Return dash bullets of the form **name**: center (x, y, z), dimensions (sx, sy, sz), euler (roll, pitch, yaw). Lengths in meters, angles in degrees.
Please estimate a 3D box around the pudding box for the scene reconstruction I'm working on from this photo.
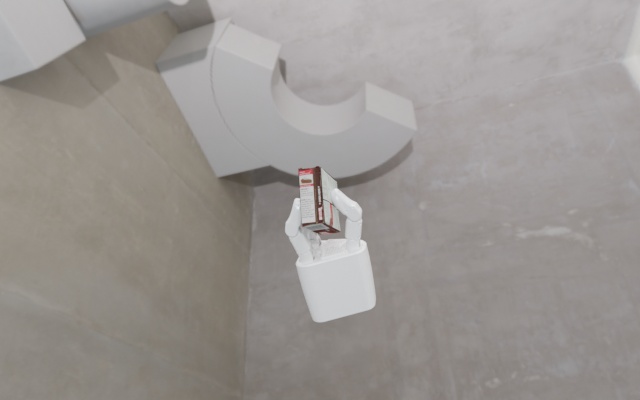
- **pudding box**: center (0.000, 0.002, 0.745), dimensions (0.039, 0.090, 0.113), euler (-7, -12, 12)
